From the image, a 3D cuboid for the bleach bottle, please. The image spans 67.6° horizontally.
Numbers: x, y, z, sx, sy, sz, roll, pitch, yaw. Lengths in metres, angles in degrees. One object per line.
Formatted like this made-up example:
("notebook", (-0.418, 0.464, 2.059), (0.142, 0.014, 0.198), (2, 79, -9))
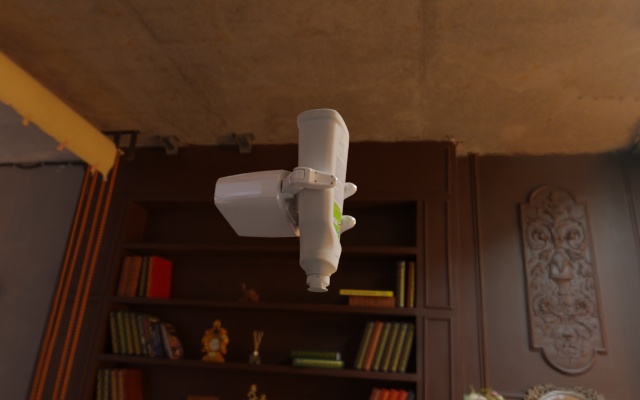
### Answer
("bleach bottle", (0.000, 0.002, 0.688), (0.068, 0.250, 0.103), (-3, -21, 18))
